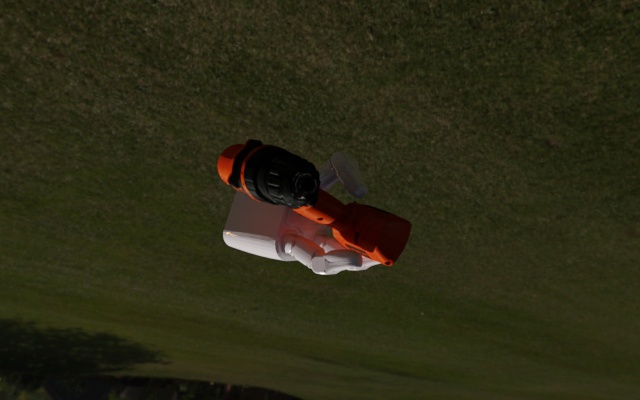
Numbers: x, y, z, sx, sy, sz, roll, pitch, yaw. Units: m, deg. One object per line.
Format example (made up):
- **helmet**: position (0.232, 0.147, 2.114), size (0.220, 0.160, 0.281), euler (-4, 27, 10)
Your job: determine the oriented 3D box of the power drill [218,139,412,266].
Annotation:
- **power drill**: position (0.000, 0.002, 0.475), size (0.188, 0.057, 0.184), euler (30, -4, -29)
